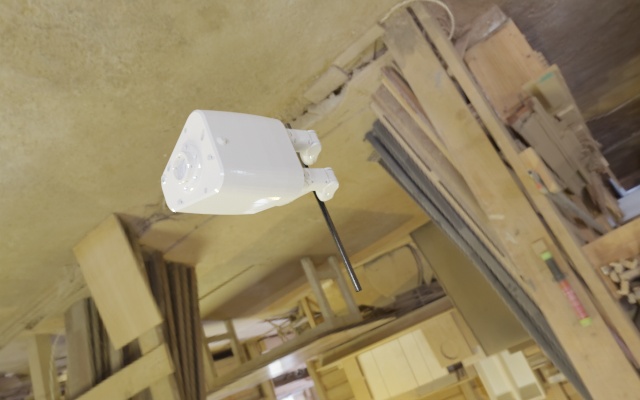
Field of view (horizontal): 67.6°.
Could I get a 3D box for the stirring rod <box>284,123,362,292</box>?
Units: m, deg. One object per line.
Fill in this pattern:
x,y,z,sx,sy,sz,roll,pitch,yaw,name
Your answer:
0.000,0.002,0.598,0.011,0.239,0.011,-20,-21,-8,stirring rod
